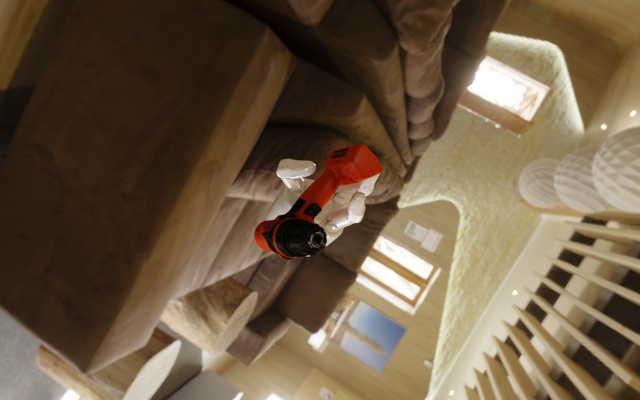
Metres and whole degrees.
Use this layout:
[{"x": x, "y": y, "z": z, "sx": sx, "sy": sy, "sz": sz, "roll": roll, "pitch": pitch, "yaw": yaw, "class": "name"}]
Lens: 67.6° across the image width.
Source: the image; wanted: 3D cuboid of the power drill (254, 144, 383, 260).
[{"x": 0.000, "y": 0.002, "z": 0.659, "sx": 0.187, "sy": 0.057, "sz": 0.184, "roll": -45, "pitch": 18, "yaw": -20, "class": "power drill"}]
